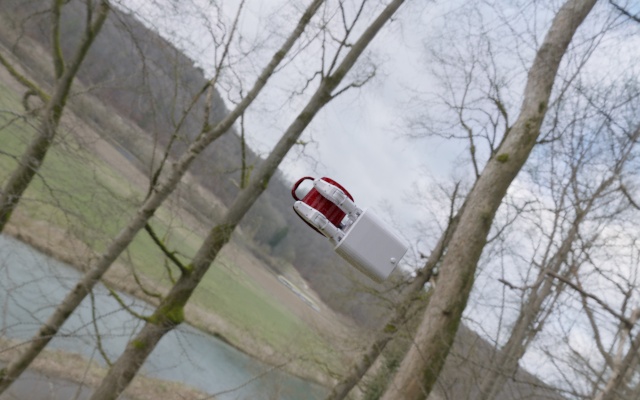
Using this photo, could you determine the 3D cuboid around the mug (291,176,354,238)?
[{"bbox_3d":[-0.001,0.002,0.888,0.117,0.081,0.093,40,-13,-4],"label":"mug"}]
